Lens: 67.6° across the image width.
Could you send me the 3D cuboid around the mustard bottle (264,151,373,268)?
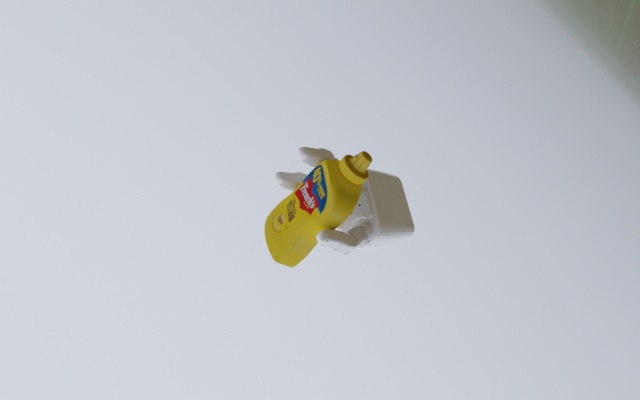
[{"bbox_3d":[0.000,0.002,0.641,0.058,0.096,0.192,25,-53,-31],"label":"mustard bottle"}]
